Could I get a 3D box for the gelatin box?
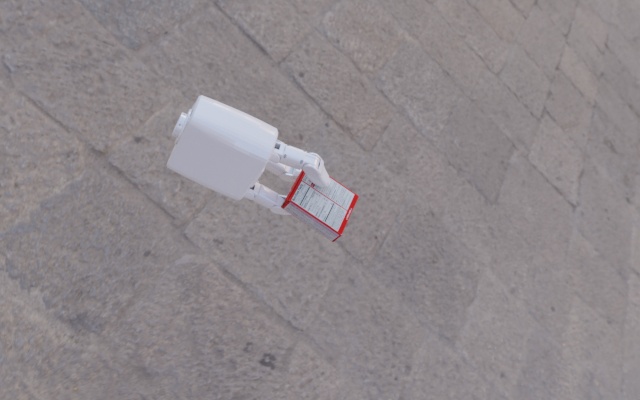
[{"bbox_3d":[0.001,0.002,0.656,0.089,0.073,0.030,34,-36,-10],"label":"gelatin box"}]
